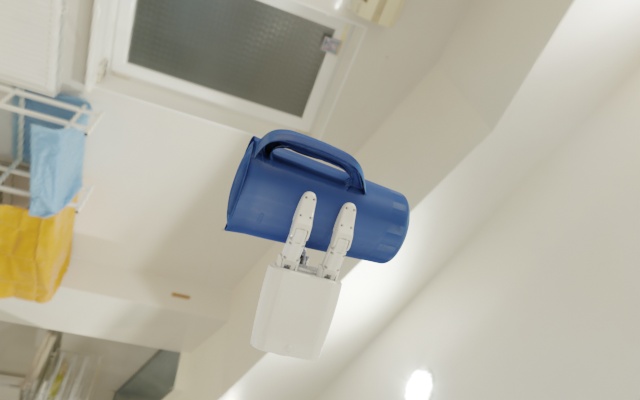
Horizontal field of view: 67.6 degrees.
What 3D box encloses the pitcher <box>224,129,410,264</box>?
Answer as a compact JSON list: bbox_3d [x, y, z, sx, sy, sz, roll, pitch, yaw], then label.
[{"bbox_3d":[0.000,0.002,0.659,0.243,0.145,0.149,17,-2,-14],"label":"pitcher"}]
